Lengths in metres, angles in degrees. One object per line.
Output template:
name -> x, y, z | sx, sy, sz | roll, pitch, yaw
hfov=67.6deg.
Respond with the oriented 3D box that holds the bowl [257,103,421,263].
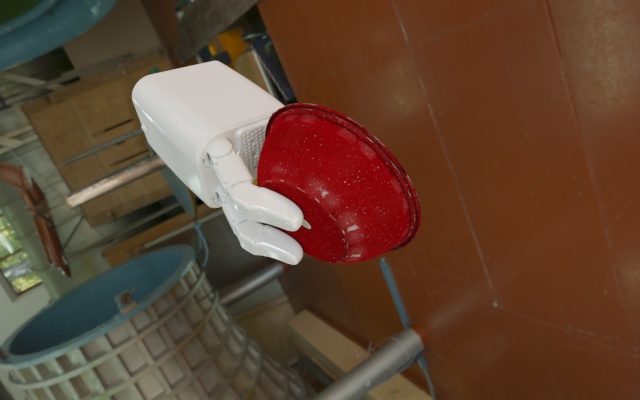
bowl -> 0.001, 0.002, 0.400 | 0.162, 0.162, 0.055 | 0, 40, 50
